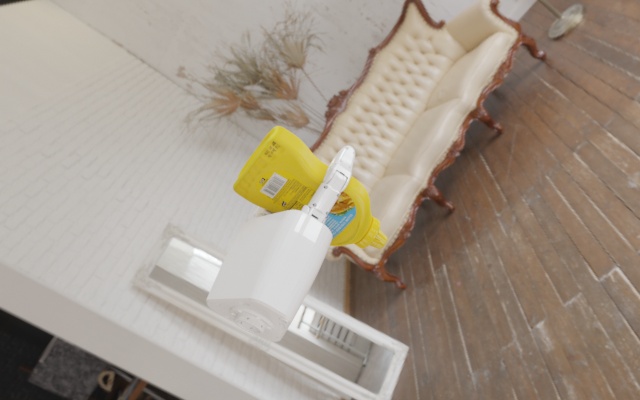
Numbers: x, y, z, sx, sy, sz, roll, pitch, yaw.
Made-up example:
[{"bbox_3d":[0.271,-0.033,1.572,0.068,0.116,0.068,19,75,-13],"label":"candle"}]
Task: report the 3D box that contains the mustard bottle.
[{"bbox_3d":[0.000,0.001,0.564,0.192,0.096,0.058,34,33,-14],"label":"mustard bottle"}]
